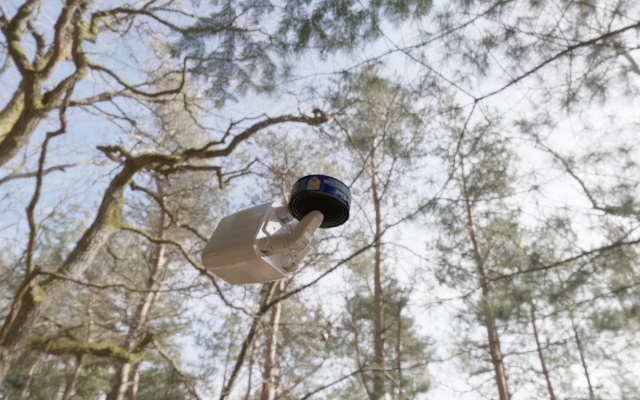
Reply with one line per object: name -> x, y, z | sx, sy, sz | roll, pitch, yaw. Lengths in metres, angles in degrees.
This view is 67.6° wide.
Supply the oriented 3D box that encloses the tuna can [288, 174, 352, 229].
tuna can -> 0.000, 0.002, 0.661 | 0.086, 0.033, 0.086 | 7, -35, 5
